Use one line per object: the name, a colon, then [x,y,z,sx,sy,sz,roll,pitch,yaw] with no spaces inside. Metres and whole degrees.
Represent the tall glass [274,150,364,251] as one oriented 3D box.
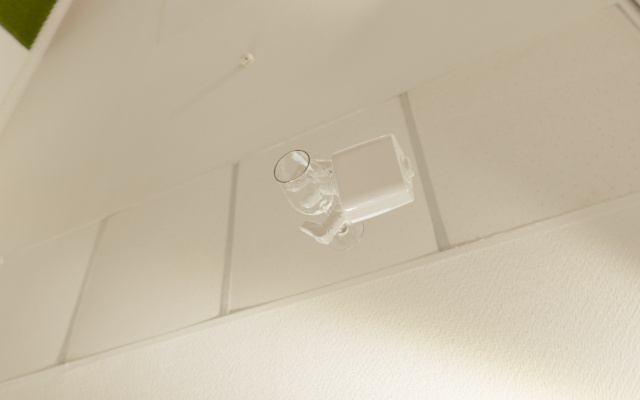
tall glass: [0.000,0.003,0.785,0.079,0.079,0.201,0,-33,32]
